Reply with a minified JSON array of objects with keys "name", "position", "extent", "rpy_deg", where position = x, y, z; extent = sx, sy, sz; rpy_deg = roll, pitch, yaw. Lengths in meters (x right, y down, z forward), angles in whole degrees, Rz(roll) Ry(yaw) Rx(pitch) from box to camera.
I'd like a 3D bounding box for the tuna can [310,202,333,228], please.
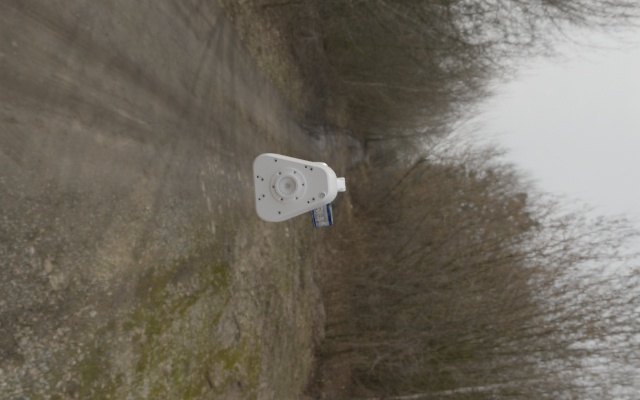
[{"name":"tuna can","position":[0.001,0.003,0.822],"extent":[0.034,0.086,0.086],"rpy_deg":[-7,0,3]}]
